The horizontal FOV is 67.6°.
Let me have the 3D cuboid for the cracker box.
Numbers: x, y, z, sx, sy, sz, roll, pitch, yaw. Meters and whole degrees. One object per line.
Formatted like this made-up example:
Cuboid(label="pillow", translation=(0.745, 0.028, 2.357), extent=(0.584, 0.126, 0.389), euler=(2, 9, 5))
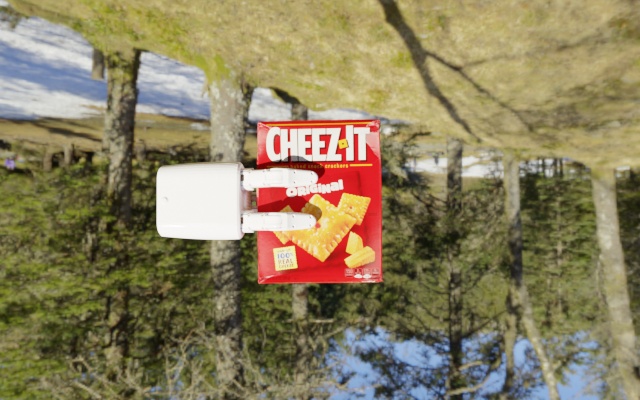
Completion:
Cuboid(label="cracker box", translation=(0.000, 0.002, 0.641), extent=(0.164, 0.213, 0.072), euler=(-1, -2, 3))
